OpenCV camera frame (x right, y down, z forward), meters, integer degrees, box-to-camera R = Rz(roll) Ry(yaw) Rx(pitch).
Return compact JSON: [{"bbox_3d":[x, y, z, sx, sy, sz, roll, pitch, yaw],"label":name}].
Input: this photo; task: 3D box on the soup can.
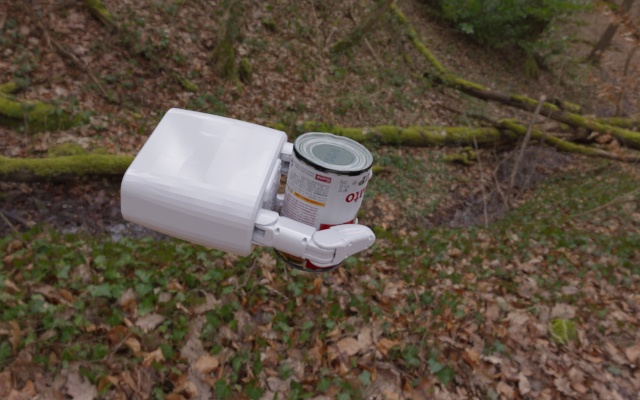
[{"bbox_3d":[0.001,0.001,0.409,0.068,0.102,0.068,10,32,-6],"label":"soup can"}]
